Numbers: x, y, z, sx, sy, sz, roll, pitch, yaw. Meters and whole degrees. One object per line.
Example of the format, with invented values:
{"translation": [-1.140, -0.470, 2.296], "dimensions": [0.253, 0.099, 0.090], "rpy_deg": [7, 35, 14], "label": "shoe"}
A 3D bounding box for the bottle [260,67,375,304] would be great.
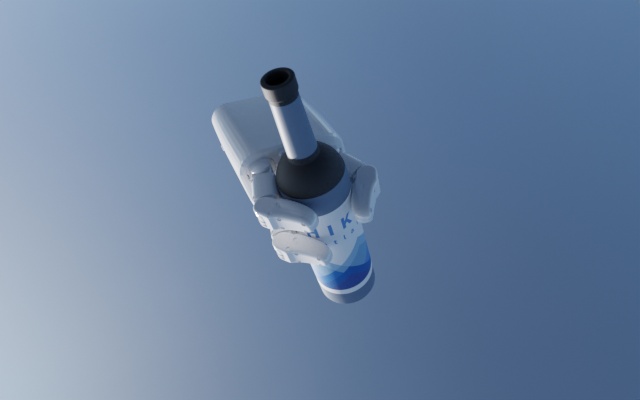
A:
{"translation": [0.000, 0.002, 0.465], "dimensions": [0.069, 0.069, 0.296], "rpy_deg": [0, -39, 17], "label": "bottle"}
